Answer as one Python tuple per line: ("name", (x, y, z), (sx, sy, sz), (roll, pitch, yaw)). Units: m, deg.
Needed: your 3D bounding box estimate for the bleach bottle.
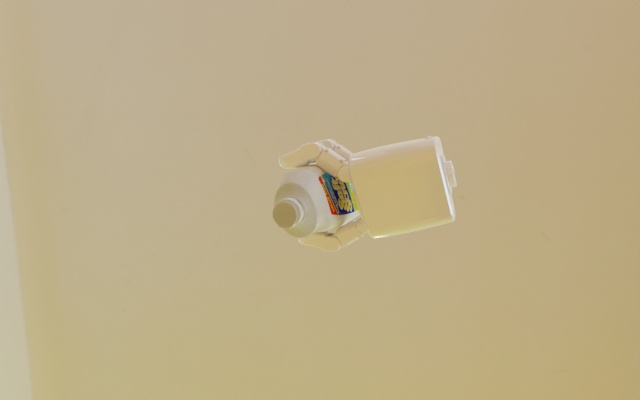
("bleach bottle", (0.000, 0.002, 0.621), (0.068, 0.102, 0.251), (-11, 7, 18))
